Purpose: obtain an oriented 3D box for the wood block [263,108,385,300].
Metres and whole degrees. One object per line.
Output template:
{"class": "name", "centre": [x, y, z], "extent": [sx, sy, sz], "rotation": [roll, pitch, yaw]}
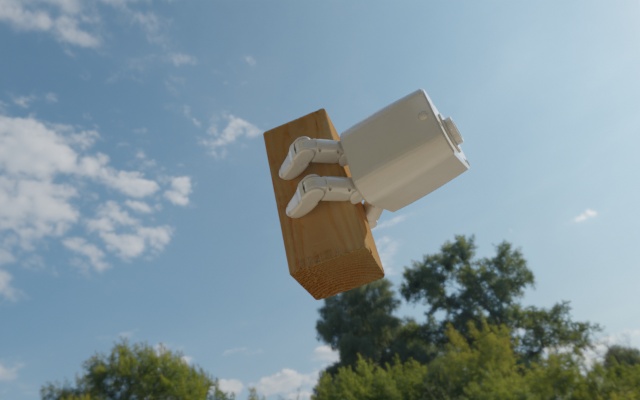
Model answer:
{"class": "wood block", "centre": [0.001, 0.002, 0.585], "extent": [0.090, 0.206, 0.091], "rotation": [-21, -35, 10]}
